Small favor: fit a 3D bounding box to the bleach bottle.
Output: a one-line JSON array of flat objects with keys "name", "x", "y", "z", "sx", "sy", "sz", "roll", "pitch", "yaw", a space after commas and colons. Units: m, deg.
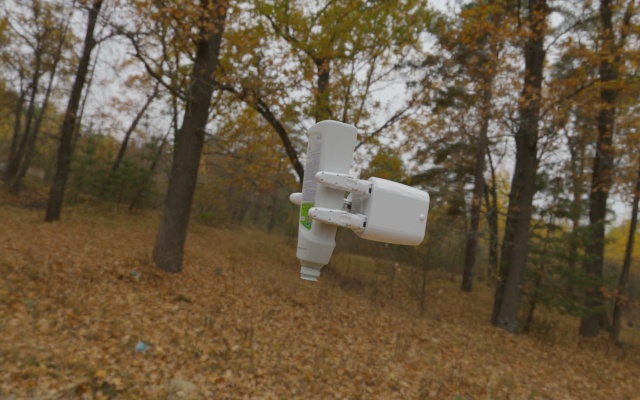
[{"name": "bleach bottle", "x": 0.000, "y": 0.002, "z": 0.776, "sx": 0.068, "sy": 0.251, "sz": 0.102, "roll": 12, "pitch": -5, "yaw": -19}]
